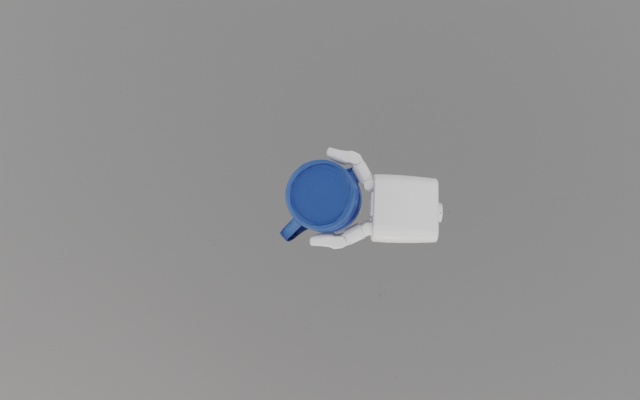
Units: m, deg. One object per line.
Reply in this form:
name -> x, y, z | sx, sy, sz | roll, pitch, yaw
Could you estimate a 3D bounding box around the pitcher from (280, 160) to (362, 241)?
pitcher -> 0.000, 0.003, 0.826 | 0.145, 0.149, 0.243 | 3, -1, 4
